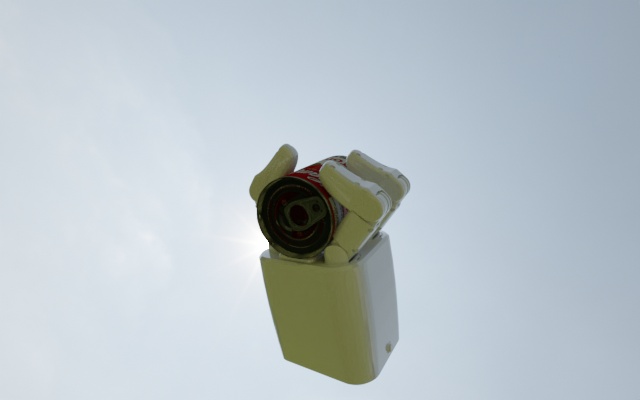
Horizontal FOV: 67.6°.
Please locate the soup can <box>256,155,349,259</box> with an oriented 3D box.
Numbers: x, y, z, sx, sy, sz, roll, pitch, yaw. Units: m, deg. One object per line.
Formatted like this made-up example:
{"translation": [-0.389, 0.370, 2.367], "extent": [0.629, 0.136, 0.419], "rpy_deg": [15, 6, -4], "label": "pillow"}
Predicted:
{"translation": [0.000, 0.001, 0.418], "extent": [0.068, 0.068, 0.102], "rpy_deg": [0, 15, 27], "label": "soup can"}
